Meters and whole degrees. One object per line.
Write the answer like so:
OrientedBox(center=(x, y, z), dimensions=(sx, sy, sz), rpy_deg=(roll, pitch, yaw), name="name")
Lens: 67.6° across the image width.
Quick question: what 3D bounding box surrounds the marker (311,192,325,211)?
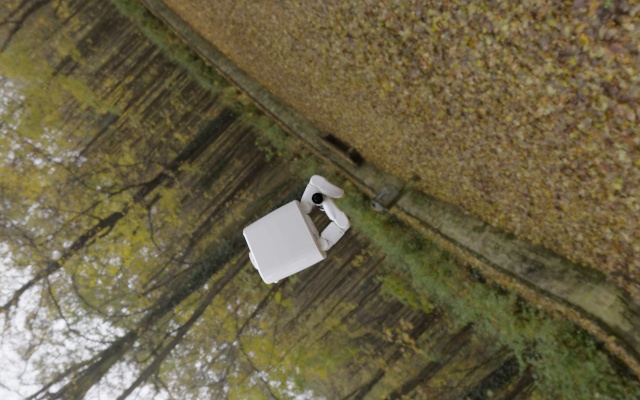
OrientedBox(center=(0.000, 0.003, 0.821), dimensions=(0.020, 0.020, 0.121), rpy_deg=(0, -6, 6), name="marker")
